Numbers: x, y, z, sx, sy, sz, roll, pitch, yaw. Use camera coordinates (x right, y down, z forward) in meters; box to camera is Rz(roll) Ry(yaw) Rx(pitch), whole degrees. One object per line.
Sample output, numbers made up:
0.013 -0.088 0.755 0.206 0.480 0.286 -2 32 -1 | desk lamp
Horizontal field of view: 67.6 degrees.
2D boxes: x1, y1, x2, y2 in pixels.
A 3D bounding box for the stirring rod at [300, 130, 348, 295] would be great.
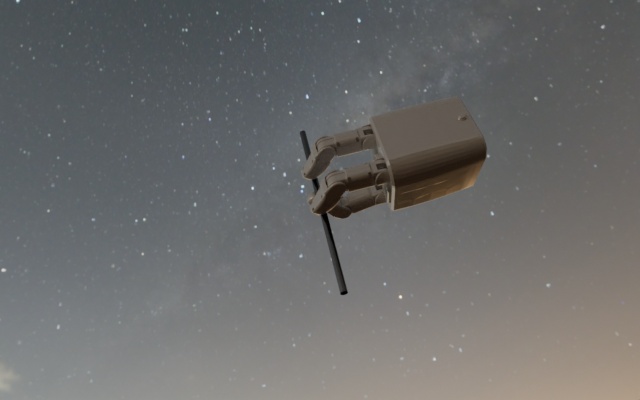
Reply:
0.000 0.002 0.552 0.011 0.239 0.011 -9 -39 -7 | stirring rod
